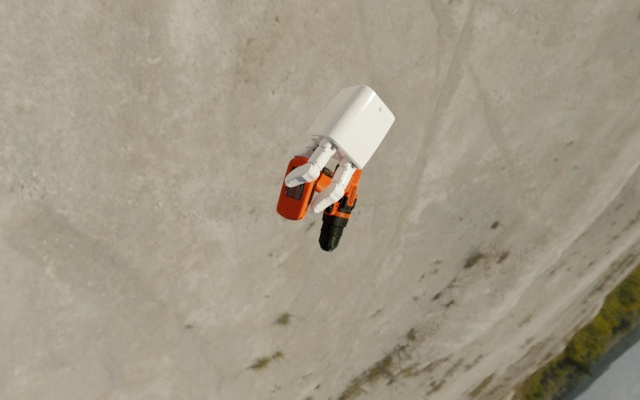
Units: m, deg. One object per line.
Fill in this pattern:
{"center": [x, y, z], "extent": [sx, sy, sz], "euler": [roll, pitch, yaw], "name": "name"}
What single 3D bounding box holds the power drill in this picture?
{"center": [0.000, 0.003, 0.856], "extent": [0.057, 0.184, 0.187], "euler": [16, 3, 30], "name": "power drill"}
